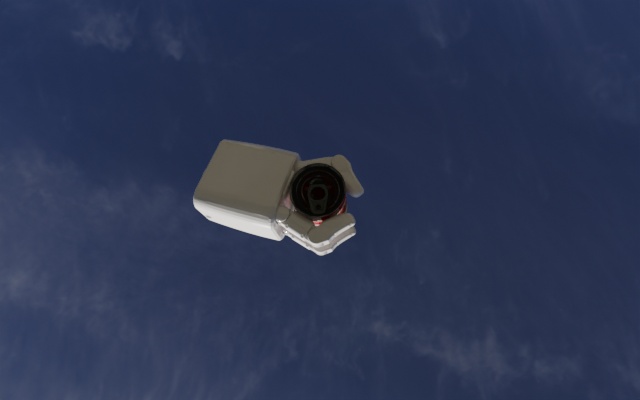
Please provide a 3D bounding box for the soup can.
[{"bbox_3d":[0.001,0.002,0.613,0.068,0.068,0.102,0,-17,5],"label":"soup can"}]
